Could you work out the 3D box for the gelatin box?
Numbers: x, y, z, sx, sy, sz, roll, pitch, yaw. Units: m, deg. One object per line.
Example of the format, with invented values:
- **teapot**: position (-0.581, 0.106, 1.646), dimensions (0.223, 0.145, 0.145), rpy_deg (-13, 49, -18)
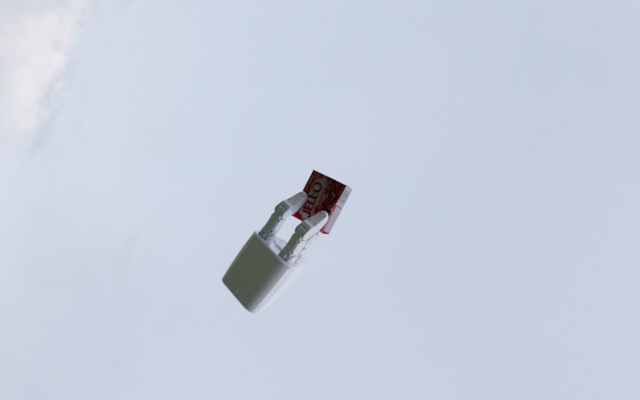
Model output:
- **gelatin box**: position (0.001, 0.002, 0.804), dimensions (0.073, 0.089, 0.030), rpy_deg (27, -2, 32)
